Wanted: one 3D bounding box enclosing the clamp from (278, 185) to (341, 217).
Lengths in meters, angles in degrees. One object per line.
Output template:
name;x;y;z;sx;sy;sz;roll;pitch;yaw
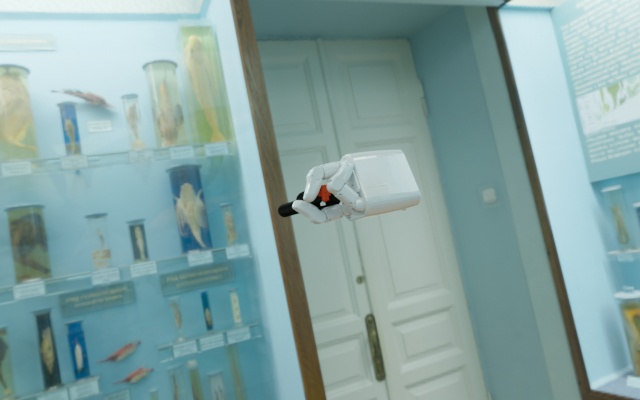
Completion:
clamp;0.000;0.002;0.868;0.120;0.039;0.171;-9;-6;-22
